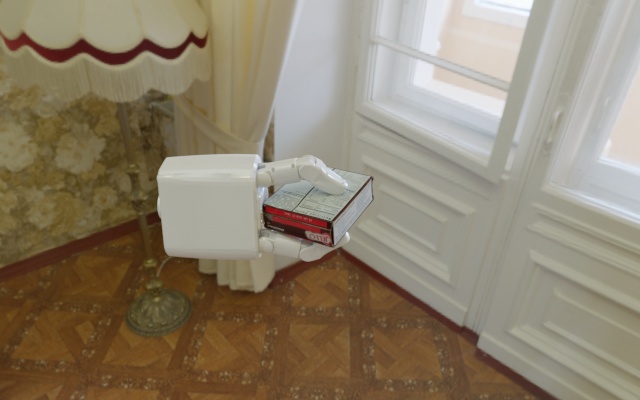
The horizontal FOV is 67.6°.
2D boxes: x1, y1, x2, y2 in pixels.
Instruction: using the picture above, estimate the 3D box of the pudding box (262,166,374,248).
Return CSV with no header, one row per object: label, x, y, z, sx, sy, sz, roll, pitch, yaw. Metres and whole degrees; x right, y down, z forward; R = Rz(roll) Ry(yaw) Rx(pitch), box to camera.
pudding box,0.000,0.002,0.554,0.090,0.039,0.113,15,37,25
